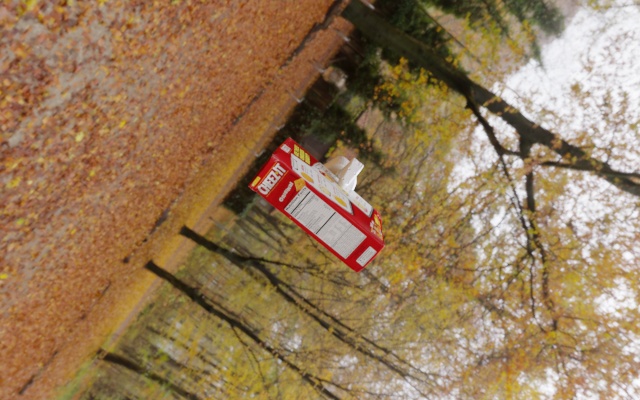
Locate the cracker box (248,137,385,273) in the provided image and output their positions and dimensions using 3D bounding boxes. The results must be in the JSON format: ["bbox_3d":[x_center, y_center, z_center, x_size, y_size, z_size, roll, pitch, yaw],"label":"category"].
[{"bbox_3d":[0.000,0.002,0.769,0.214,0.072,0.164,39,15,-6],"label":"cracker box"}]
